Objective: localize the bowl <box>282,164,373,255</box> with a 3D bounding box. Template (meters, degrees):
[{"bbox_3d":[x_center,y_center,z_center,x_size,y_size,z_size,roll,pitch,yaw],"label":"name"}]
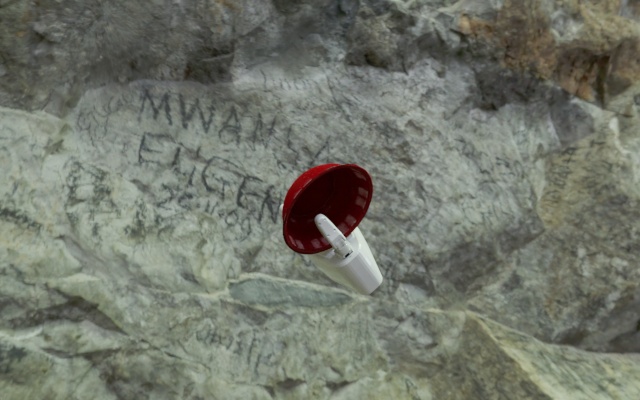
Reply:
[{"bbox_3d":[0.000,0.001,0.724,0.162,0.162,0.055,0,34,-41],"label":"bowl"}]
